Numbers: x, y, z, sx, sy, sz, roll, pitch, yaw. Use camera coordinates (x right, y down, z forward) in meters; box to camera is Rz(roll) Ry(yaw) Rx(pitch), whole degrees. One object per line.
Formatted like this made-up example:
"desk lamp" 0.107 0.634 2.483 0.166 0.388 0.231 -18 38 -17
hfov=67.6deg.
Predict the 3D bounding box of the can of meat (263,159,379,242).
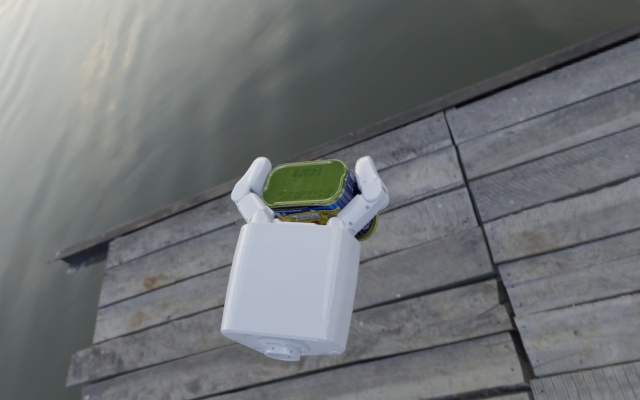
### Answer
"can of meat" 0.000 0.001 0.512 0.102 0.057 0.084 -3 -30 30
